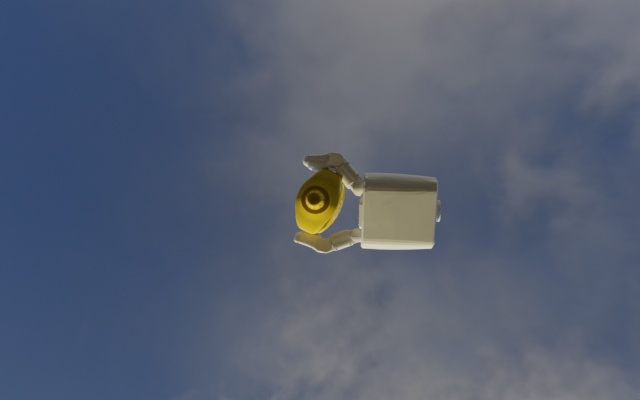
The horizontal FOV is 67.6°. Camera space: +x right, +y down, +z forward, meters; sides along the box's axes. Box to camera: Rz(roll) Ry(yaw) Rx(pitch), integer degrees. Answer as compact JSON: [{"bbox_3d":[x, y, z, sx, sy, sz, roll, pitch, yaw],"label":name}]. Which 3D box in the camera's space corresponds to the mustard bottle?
[{"bbox_3d":[0.000,0.002,0.712,0.058,0.096,0.191,27,0,5],"label":"mustard bottle"}]
